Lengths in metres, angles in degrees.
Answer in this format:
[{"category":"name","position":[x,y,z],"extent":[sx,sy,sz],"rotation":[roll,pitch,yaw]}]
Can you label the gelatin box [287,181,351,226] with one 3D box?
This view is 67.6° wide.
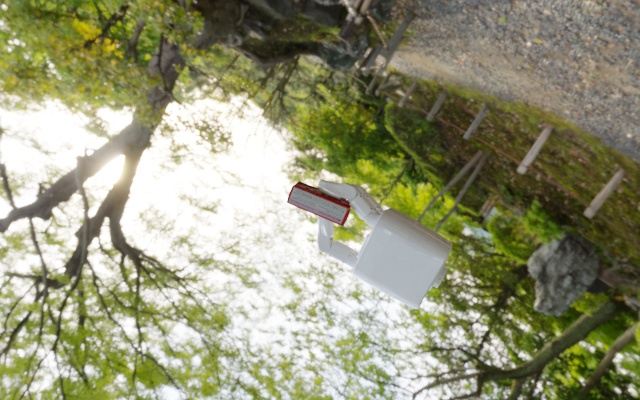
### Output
[{"category":"gelatin box","position":[0.000,0.003,0.696],"extent":[0.089,0.030,0.073],"rotation":[22,9,2]}]
